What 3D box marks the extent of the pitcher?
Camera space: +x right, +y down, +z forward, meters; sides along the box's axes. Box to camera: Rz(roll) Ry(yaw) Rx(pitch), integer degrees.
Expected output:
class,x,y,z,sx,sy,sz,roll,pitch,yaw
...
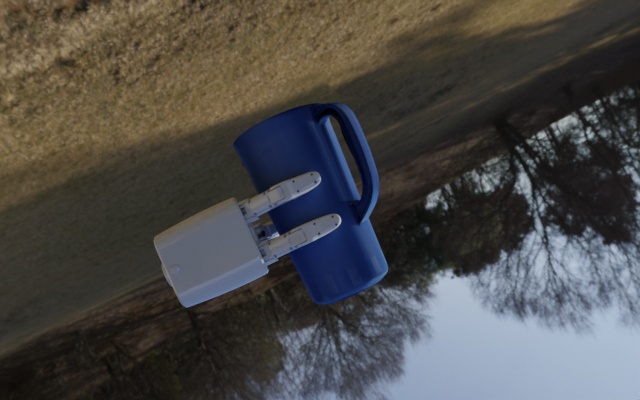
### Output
class,x,y,z,sx,sy,sz,roll,pitch,yaw
pitcher,0.000,0.002,0.620,0.145,0.243,0.149,-24,-3,-10
